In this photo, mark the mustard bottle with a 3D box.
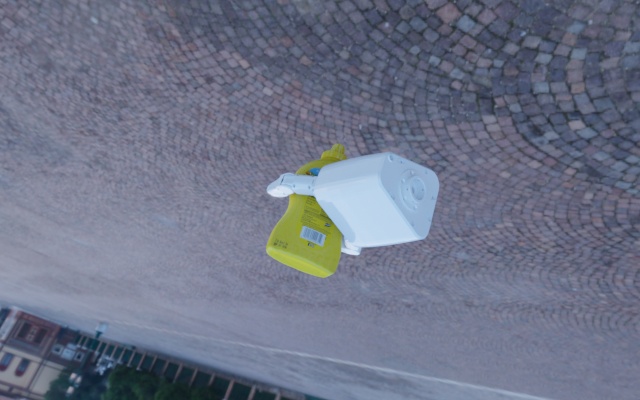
[{"bbox_3d":[0.000,0.002,0.664,0.096,0.191,0.058,24,-25,-10],"label":"mustard bottle"}]
